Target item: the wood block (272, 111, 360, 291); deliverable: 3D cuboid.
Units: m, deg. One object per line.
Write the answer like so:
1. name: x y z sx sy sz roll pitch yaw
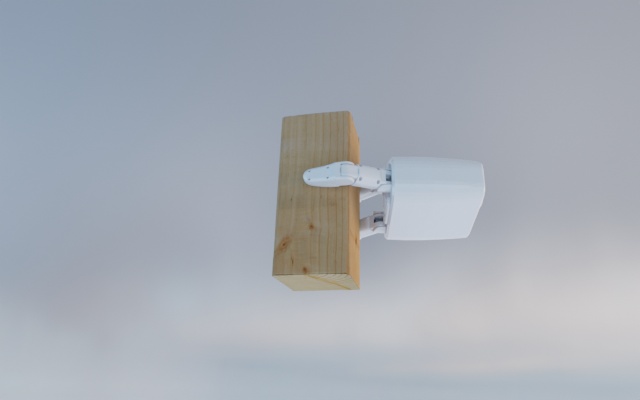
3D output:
1. wood block: 0.000 0.002 0.600 0.090 0.206 0.091 -3 -22 12
